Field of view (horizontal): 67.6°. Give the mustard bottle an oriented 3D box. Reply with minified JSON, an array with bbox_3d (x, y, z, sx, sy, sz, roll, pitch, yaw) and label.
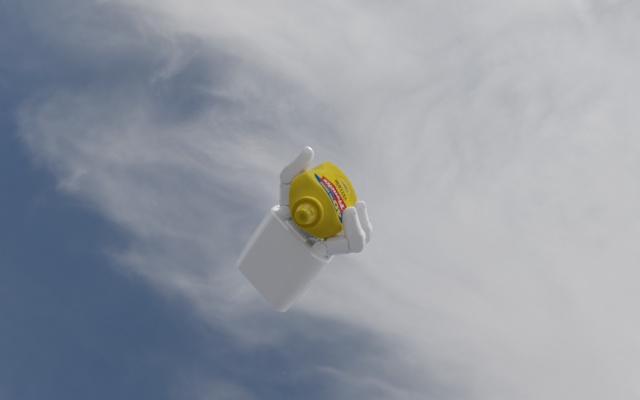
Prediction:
[{"bbox_3d":[0.000,0.002,0.663,0.058,0.096,0.191,-27,3,18],"label":"mustard bottle"}]
